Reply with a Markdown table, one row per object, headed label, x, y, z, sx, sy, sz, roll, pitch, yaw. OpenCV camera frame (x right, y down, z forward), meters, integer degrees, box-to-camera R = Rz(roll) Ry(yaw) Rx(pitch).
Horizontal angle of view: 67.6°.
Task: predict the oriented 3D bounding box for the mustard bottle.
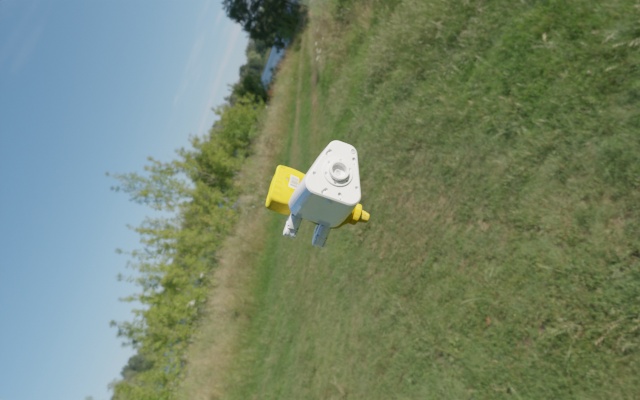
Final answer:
| label | x | y | z | sx | sy | sz | roll | pitch | yaw |
| --- | --- | --- | --- | --- | --- | --- | --- | --- | --- |
| mustard bottle | 0.000 | 0.003 | 0.883 | 0.191 | 0.058 | 0.096 | 19 | 41 | -9 |
